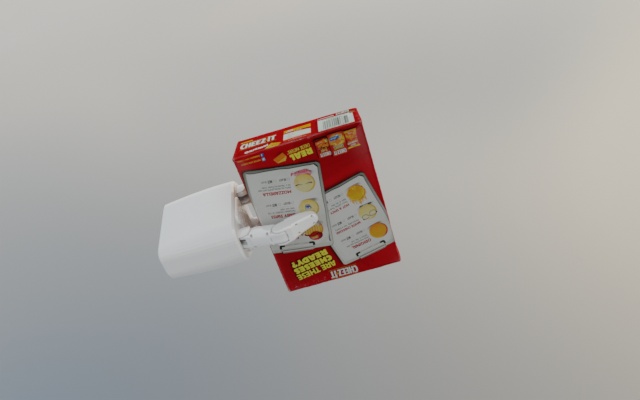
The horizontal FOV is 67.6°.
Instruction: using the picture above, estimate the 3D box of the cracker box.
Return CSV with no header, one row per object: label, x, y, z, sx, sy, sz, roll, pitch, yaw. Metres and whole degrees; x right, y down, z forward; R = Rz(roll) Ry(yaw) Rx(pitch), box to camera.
cracker box,0.000,0.002,0.638,0.164,0.214,0.072,-16,28,6
